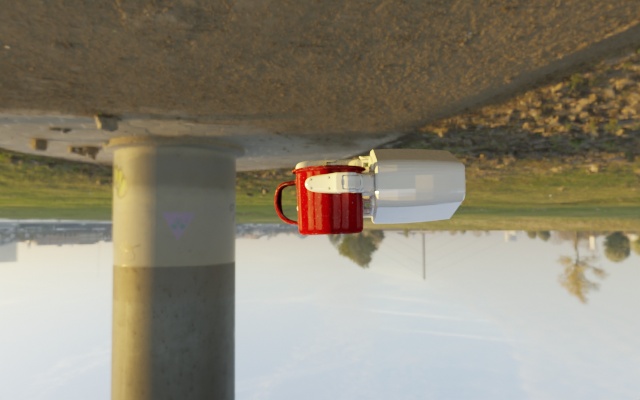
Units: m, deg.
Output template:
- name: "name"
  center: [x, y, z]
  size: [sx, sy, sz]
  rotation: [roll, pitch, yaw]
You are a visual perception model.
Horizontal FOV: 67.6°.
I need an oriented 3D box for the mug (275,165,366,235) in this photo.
- name: "mug"
  center: [-0.001, 0.002, 0.600]
  size: [0.117, 0.081, 0.093]
  rotation: [-2, -3, 4]
